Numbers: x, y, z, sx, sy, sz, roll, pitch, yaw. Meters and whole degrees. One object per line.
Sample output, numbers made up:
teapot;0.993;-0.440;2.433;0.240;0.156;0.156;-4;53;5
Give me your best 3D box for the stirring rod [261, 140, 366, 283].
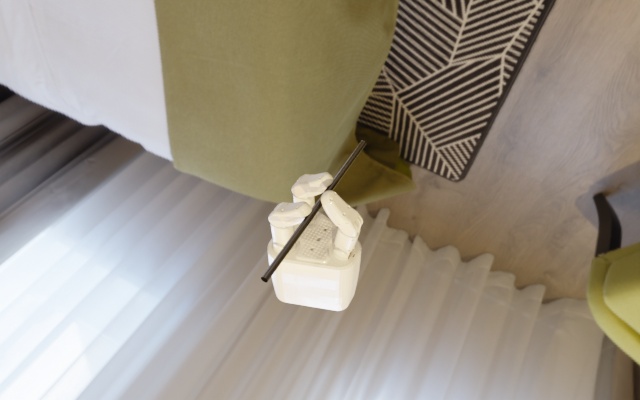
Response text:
stirring rod;0.000;0.002;0.546;0.011;0.011;0.239;0;40;37
